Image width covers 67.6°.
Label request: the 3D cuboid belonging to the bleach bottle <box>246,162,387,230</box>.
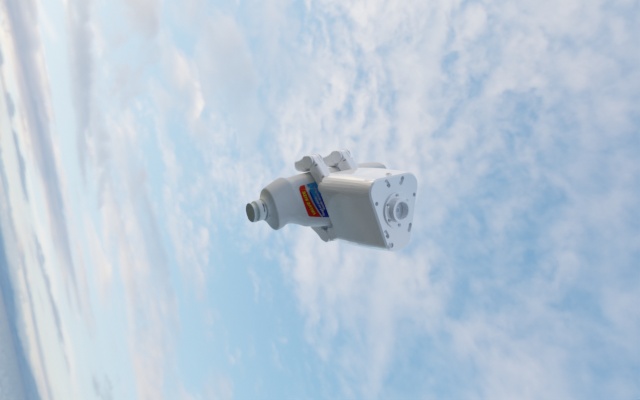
[{"bbox_3d":[0.000,0.002,0.759,0.251,0.102,0.068,-13,12,-35],"label":"bleach bottle"}]
